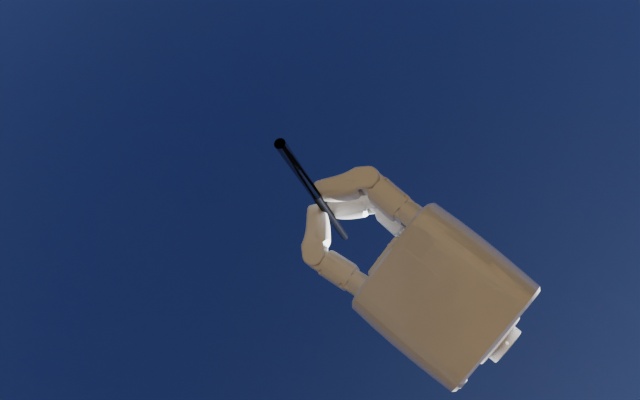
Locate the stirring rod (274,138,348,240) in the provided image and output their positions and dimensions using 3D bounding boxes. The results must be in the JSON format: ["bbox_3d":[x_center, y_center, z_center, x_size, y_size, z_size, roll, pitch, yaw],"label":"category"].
[{"bbox_3d":[0.000,0.001,0.425,0.011,0.011,0.240,0,-19,14],"label":"stirring rod"}]
